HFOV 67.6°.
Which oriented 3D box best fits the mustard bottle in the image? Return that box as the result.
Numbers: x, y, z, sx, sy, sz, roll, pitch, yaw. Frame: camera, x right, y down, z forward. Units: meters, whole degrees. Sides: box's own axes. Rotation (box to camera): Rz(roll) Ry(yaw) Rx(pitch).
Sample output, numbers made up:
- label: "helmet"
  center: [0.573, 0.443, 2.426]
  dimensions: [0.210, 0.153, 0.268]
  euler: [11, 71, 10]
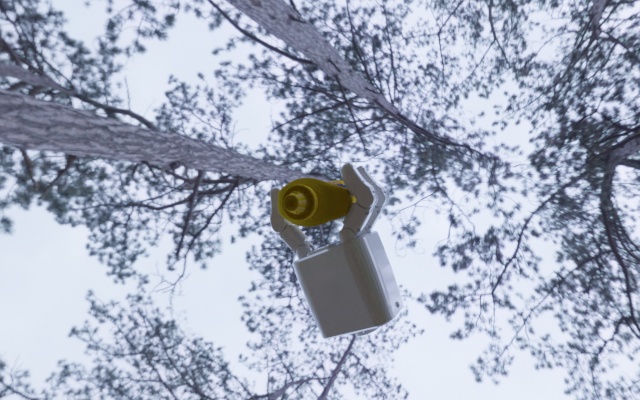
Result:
- label: "mustard bottle"
  center: [0.000, 0.002, 0.606]
  dimensions: [0.096, 0.058, 0.191]
  euler: [2, 2, 20]
